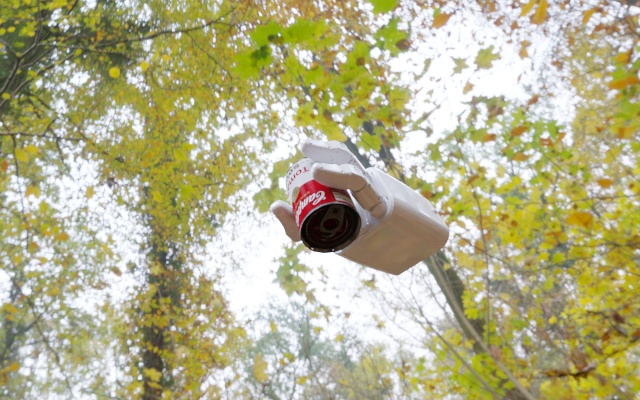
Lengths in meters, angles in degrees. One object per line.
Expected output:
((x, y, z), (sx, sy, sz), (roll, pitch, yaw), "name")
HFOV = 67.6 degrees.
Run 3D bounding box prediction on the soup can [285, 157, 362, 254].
((0.000, 0.002, 0.546), (0.068, 0.068, 0.102), (0, 35, -16), "soup can")
